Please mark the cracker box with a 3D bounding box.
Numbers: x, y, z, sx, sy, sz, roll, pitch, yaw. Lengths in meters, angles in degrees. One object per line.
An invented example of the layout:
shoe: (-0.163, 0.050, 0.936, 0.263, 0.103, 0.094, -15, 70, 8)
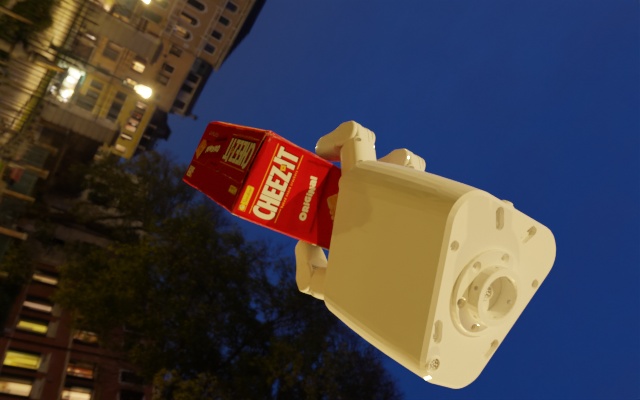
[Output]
cracker box: (0.000, 0.002, 0.444, 0.214, 0.072, 0.164, 24, -2, -30)
